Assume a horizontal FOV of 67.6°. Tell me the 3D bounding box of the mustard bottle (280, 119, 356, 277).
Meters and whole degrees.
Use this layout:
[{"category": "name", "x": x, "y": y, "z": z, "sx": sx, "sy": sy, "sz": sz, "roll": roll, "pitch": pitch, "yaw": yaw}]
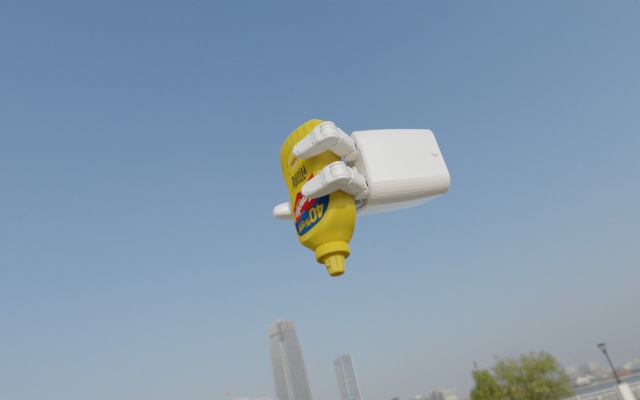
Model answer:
[{"category": "mustard bottle", "x": 0.000, "y": 0.002, "z": 0.591, "sx": 0.058, "sy": 0.191, "sz": 0.096, "roll": 7, "pitch": -34, "yaw": -36}]
